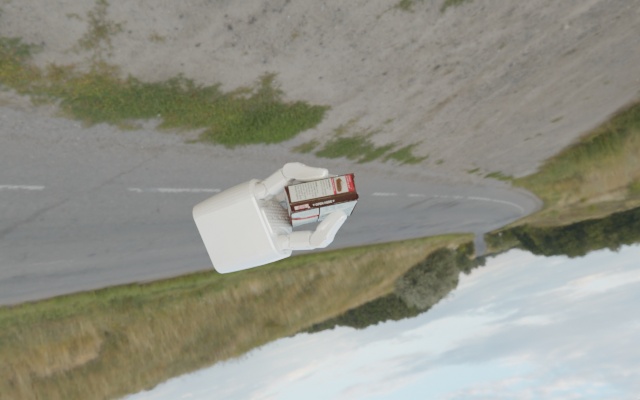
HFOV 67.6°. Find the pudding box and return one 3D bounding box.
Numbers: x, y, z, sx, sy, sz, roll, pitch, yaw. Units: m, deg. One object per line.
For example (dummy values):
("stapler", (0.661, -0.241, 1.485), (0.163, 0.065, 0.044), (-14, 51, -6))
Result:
("pudding box", (0.000, 0.002, 0.636), (0.090, 0.039, 0.113), (-12, -10, -5))
